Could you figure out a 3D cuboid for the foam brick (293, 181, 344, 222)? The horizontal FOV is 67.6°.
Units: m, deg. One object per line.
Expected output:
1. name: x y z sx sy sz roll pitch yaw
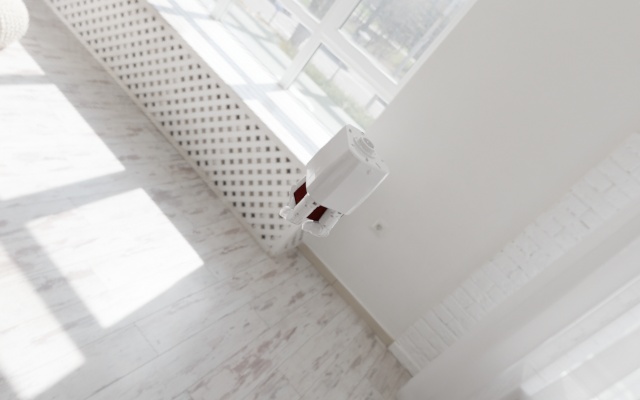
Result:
1. foam brick: 0.000 0.003 0.845 0.078 0.053 0.051 22 -51 -39
